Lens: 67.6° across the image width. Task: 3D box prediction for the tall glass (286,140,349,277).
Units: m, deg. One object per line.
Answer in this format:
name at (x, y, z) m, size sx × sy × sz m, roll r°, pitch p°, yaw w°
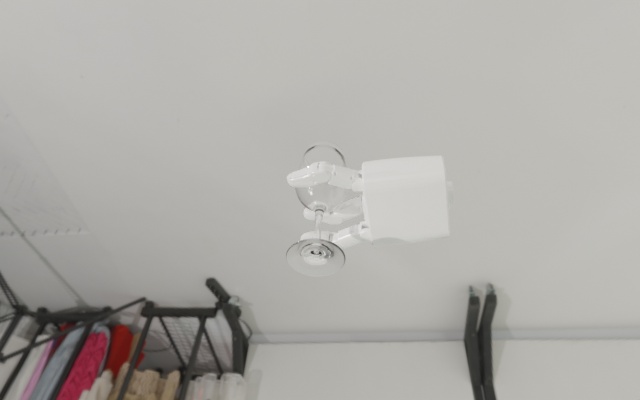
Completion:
tall glass at (0.000, 0.003, 0.662) m, size 0.079 × 0.079 × 0.200 m, roll 2°, pitch 45°, yaw 2°
